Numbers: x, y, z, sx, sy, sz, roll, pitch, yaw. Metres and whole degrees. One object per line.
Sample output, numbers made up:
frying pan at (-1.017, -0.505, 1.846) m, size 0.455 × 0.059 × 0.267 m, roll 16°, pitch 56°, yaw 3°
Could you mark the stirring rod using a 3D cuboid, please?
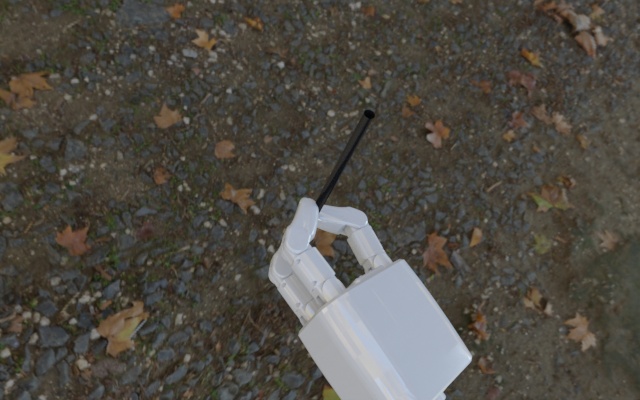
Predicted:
stirring rod at (0.000, 0.001, 0.424) m, size 0.011 × 0.011 × 0.240 m, roll 0°, pitch -30°, yaw -19°
